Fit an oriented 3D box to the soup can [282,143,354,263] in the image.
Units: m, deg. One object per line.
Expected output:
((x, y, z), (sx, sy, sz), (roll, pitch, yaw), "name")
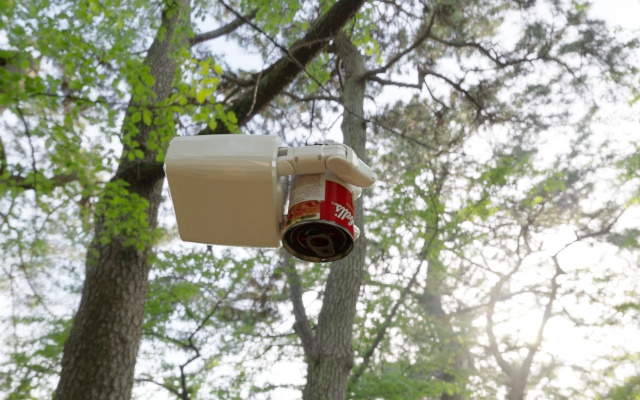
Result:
((0.001, 0.001, 0.477), (0.068, 0.102, 0.069), (2, -39, 2), "soup can")
